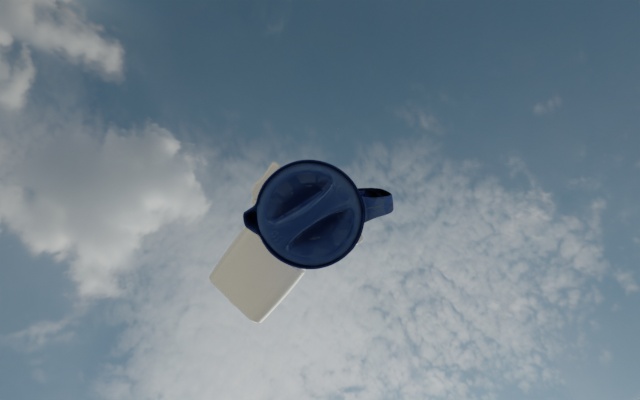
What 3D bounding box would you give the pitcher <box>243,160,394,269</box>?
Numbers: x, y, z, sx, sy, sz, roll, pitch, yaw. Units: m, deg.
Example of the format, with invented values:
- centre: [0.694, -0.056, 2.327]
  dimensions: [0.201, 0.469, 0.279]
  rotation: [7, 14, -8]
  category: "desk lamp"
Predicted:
- centre: [0.000, 0.002, 0.683]
  dimensions: [0.149, 0.145, 0.243]
  rotation: [37, 7, -4]
  category: "pitcher"
